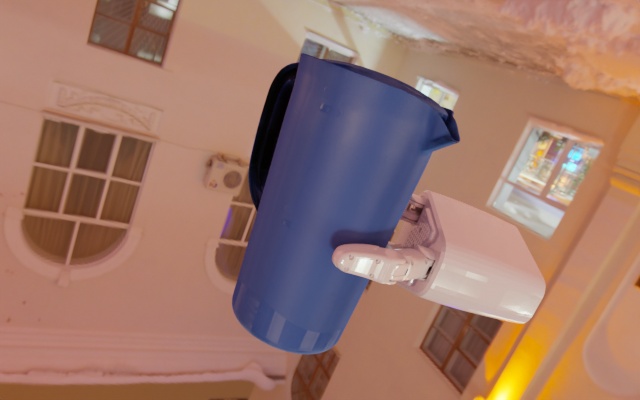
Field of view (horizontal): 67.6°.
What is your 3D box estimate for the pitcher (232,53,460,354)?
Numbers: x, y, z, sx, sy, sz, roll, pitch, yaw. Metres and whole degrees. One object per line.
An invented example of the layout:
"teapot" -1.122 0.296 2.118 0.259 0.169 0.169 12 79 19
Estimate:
"pitcher" 0.000 0.001 0.425 0.145 0.243 0.149 18 15 -12
